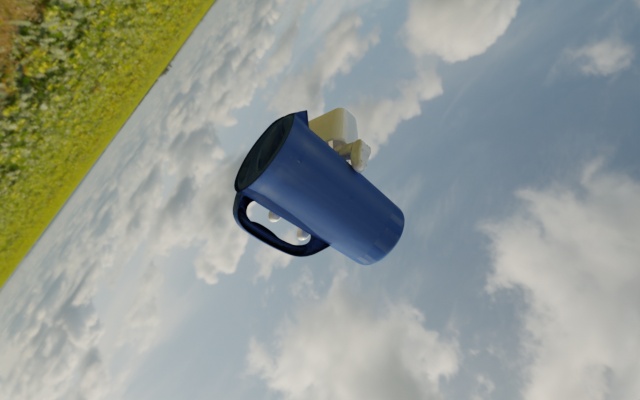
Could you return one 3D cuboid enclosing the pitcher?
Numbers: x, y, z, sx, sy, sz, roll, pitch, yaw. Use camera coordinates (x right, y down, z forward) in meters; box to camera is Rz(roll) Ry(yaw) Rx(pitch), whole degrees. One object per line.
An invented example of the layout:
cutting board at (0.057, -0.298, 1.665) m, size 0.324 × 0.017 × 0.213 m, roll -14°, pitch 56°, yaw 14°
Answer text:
pitcher at (0.000, 0.002, 0.697) m, size 0.243 × 0.145 × 0.149 m, roll 36°, pitch -57°, yaw -23°
